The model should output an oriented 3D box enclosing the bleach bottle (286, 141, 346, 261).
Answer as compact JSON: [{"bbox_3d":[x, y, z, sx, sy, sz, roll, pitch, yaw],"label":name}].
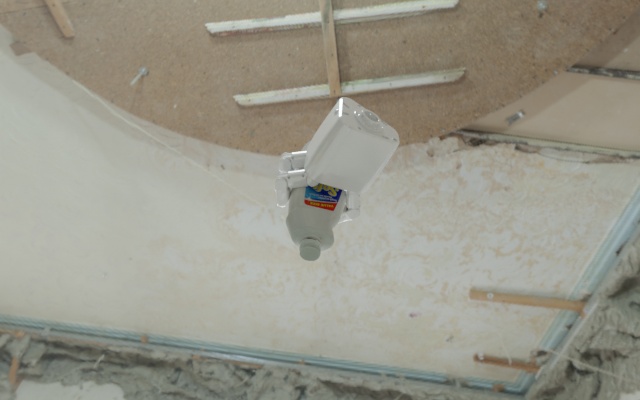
[{"bbox_3d":[0.000,0.002,0.768,0.102,0.068,0.250,25,35,-14],"label":"bleach bottle"}]
